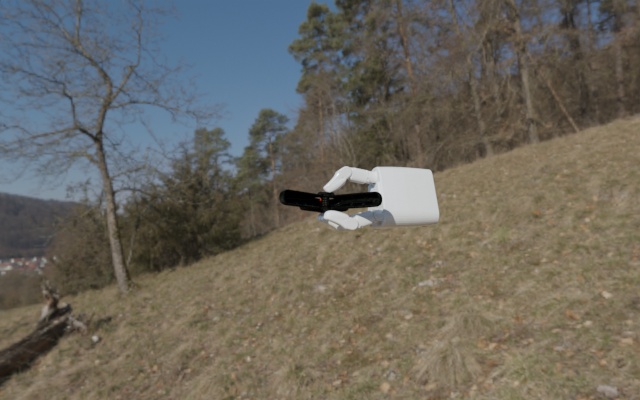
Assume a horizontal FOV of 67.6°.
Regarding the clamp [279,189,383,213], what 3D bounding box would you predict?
[{"bbox_3d":[0.000,0.002,0.843,0.164,0.036,0.210,3,-5,-12],"label":"clamp"}]
